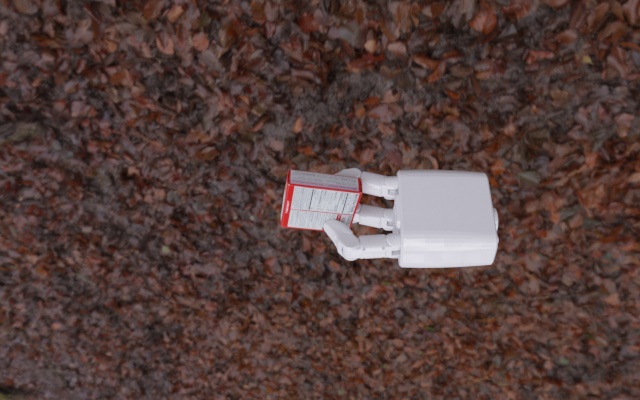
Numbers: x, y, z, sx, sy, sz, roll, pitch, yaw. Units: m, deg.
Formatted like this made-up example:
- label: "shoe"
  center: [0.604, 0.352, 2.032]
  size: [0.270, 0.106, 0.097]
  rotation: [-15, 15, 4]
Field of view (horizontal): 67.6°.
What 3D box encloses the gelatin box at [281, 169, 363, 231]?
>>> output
- label: "gelatin box"
  center: [0.000, 0.002, 0.575]
  size: [0.089, 0.030, 0.073]
  rotation: [6, -45, -8]
